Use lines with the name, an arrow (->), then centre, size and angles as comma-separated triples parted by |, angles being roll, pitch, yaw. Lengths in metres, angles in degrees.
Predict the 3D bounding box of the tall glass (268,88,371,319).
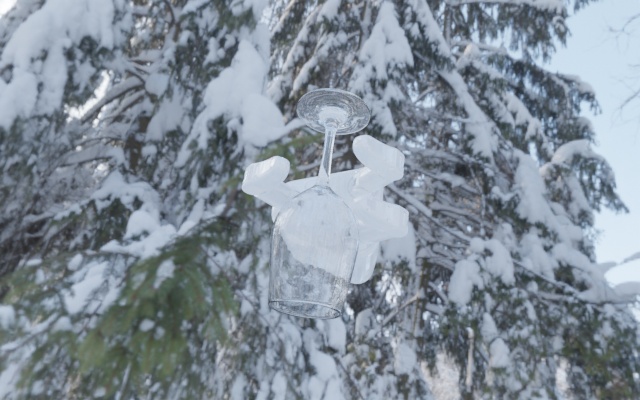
tall glass -> 0.000, 0.001, 0.435 | 0.079, 0.201, 0.079 | 7, -25, 3
